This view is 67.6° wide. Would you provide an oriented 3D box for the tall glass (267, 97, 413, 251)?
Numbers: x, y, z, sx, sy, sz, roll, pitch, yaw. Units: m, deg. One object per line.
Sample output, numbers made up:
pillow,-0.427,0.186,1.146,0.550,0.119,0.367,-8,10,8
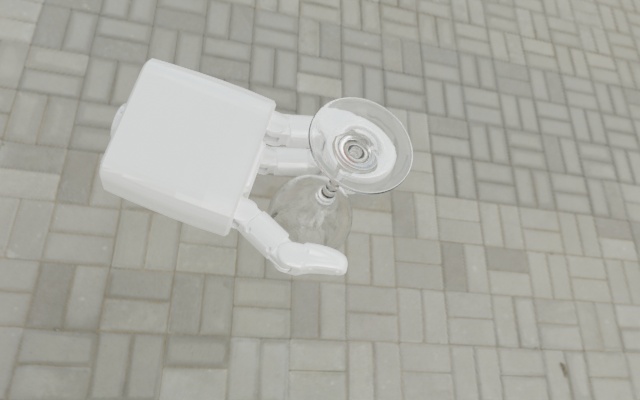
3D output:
tall glass,0.000,0.001,0.404,0.079,0.079,0.201,0,-24,-17
